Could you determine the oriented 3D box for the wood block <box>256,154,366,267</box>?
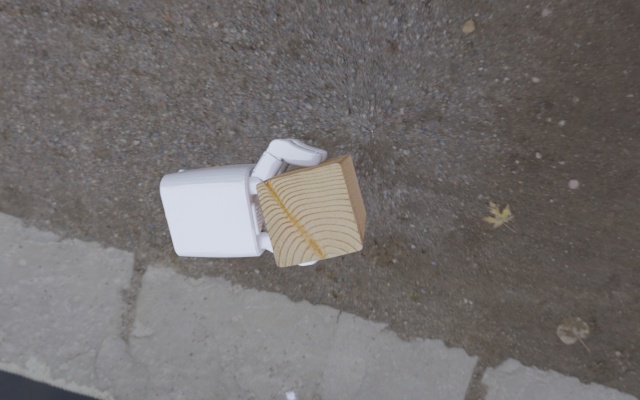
[{"bbox_3d":[0.000,0.002,0.567,0.090,0.091,0.206,-14,6,8],"label":"wood block"}]
